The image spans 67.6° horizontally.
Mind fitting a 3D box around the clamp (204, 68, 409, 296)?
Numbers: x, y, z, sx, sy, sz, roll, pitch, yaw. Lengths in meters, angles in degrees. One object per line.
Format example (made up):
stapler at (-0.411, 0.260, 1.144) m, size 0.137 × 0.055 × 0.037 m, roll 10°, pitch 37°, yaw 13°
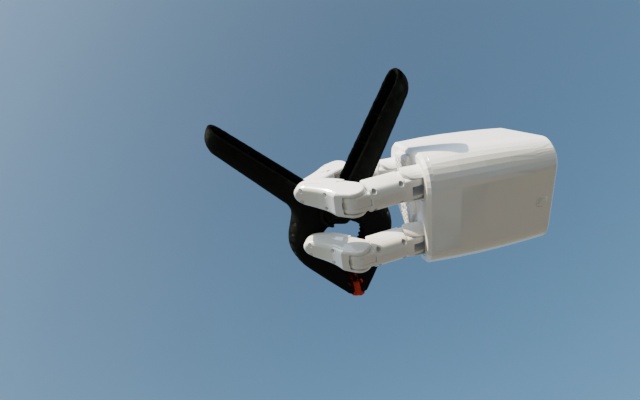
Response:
clamp at (0.000, 0.001, 0.419) m, size 0.164 × 0.210 × 0.036 m, roll -11°, pitch 31°, yaw -4°
